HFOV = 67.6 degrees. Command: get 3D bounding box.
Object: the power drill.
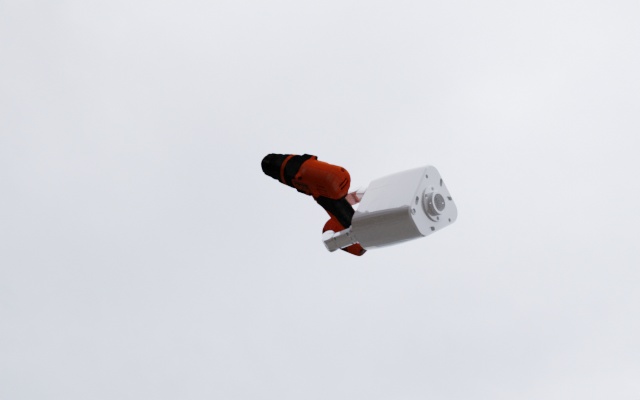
[{"bbox_3d":[0.001,0.003,0.764,0.184,0.057,0.188,19,-26,46],"label":"power drill"}]
